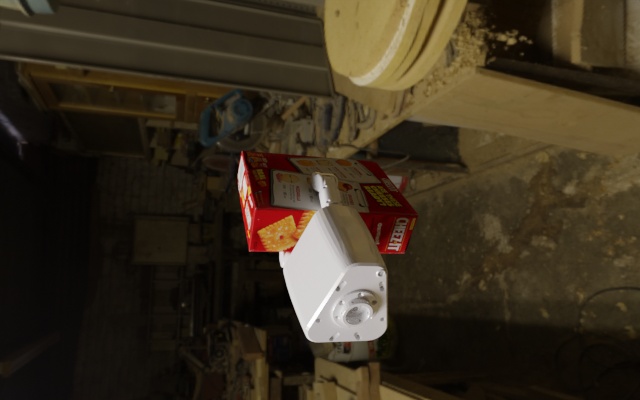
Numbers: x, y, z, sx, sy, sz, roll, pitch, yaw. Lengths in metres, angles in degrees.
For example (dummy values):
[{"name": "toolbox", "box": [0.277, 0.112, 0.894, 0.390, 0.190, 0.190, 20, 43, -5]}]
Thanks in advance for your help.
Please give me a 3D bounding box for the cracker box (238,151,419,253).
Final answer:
[{"name": "cracker box", "box": [0.000, 0.002, 0.660, 0.214, 0.072, 0.164, 3, 29, -18]}]
